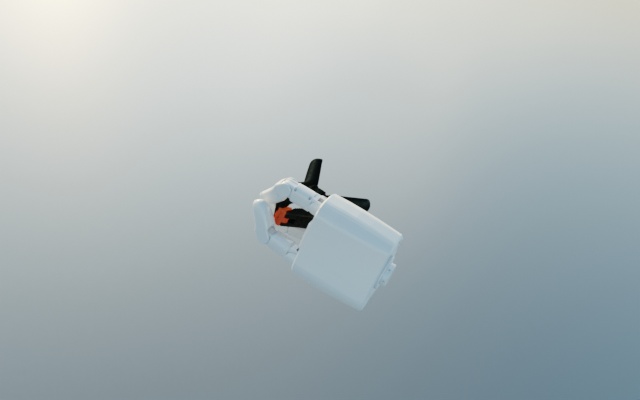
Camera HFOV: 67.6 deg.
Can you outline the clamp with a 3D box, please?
[{"bbox_3d":[0.000,0.002,0.701,0.120,0.039,0.171,32,38,12],"label":"clamp"}]
